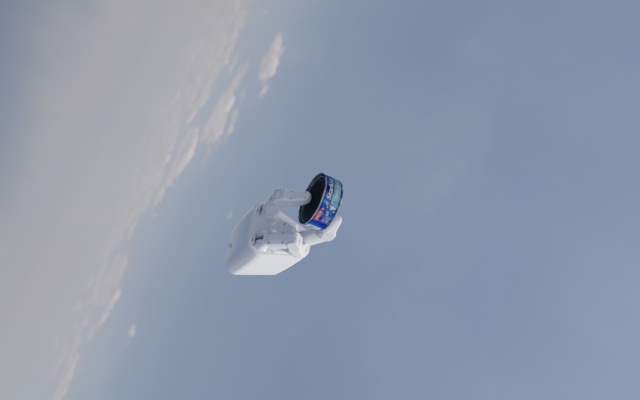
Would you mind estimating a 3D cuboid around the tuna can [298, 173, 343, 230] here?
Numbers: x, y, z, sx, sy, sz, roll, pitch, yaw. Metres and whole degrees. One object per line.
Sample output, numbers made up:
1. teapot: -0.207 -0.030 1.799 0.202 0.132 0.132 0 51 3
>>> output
1. tuna can: 0.001 0.003 0.740 0.034 0.086 0.086 23 -8 -20
